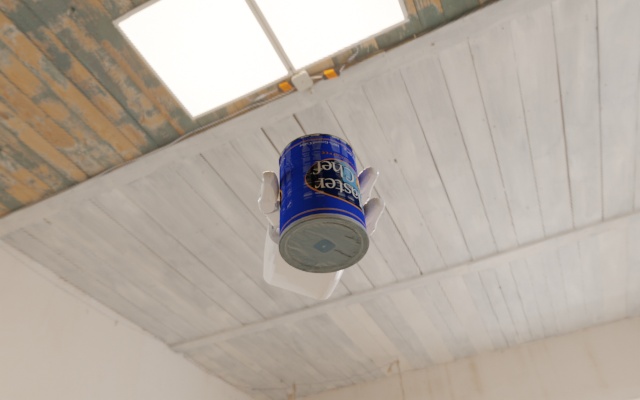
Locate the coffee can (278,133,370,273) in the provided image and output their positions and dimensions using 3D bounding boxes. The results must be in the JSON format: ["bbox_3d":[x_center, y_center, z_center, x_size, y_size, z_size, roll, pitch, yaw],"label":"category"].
[{"bbox_3d":[0.000,0.002,0.581,0.103,0.140,0.103,-2,-43,-2],"label":"coffee can"}]
